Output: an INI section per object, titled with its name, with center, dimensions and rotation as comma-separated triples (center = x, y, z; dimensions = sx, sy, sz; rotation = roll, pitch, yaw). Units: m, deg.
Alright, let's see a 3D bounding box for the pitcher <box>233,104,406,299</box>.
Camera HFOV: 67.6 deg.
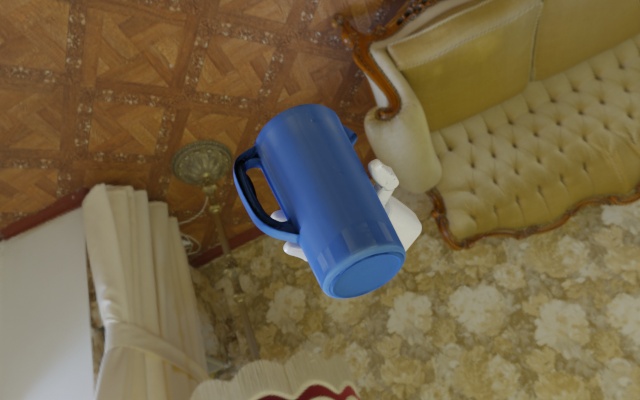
[pitcher]
center = 0.000, 0.002, 0.617
dimensions = 0.149, 0.242, 0.145
rotation = -40, -37, 19
